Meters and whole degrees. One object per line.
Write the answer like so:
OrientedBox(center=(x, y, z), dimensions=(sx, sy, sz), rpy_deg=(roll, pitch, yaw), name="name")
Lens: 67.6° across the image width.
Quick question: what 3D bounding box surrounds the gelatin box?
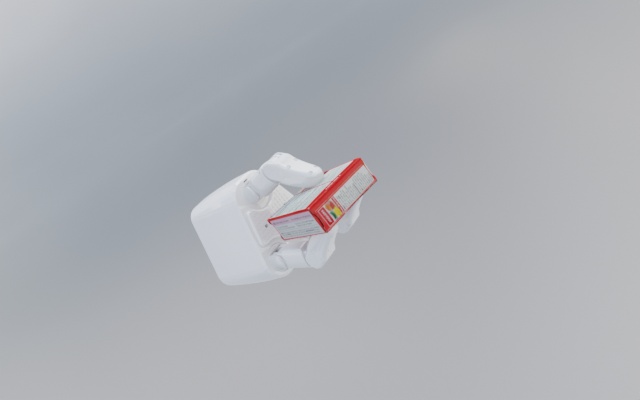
OrientedBox(center=(0.000, 0.001, 0.442), dimensions=(0.073, 0.030, 0.089), rpy_deg=(-45, 13, -28), name="gelatin box")
